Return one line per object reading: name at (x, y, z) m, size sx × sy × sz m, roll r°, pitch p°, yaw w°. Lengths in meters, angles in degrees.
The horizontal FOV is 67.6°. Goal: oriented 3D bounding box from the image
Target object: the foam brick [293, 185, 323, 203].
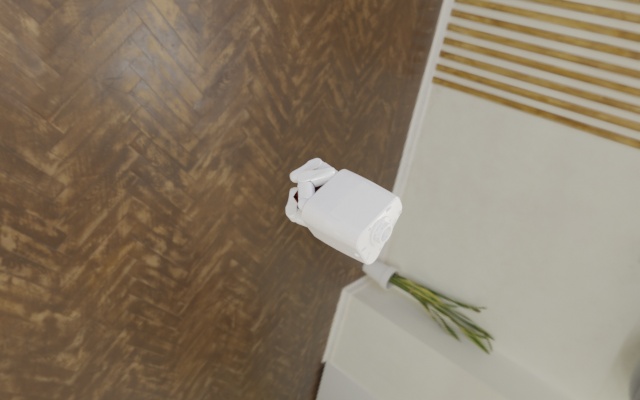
foam brick at (0.000, 0.003, 0.791) m, size 0.051 × 0.053 × 0.078 m, roll 28°, pitch -15°, yaw 31°
